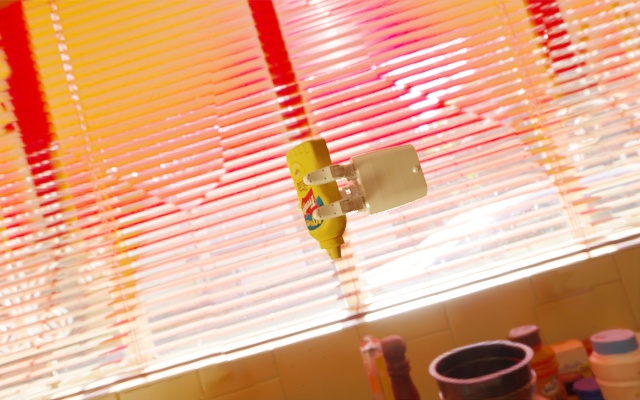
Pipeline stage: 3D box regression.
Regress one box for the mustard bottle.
[{"bbox_3d":[0.000,0.002,0.779,0.058,0.191,0.096,-13,-6,-31],"label":"mustard bottle"}]
